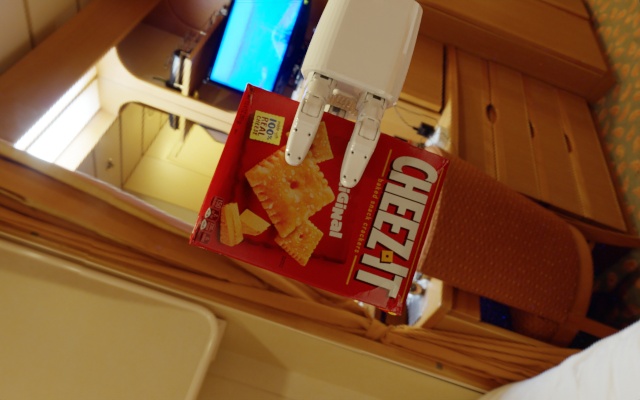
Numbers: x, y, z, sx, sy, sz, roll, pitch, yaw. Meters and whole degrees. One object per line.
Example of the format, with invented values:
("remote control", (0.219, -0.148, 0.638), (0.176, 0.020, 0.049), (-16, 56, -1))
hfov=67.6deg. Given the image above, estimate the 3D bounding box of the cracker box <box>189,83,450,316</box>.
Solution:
("cracker box", (0.000, 0.002, 0.476), (0.214, 0.164, 0.072), (20, -7, -5))
